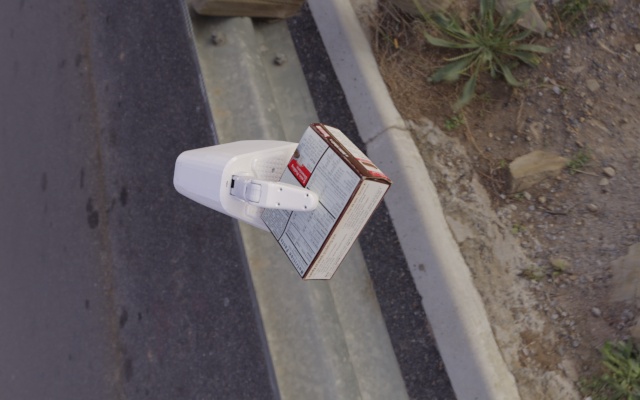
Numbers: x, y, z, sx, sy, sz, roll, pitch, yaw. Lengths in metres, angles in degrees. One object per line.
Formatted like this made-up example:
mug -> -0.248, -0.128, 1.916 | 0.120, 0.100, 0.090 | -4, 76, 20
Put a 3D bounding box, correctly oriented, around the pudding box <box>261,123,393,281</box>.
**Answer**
pudding box -> 0.000, 0.001, 0.425 | 0.039, 0.113, 0.090 | 4, 34, -42
